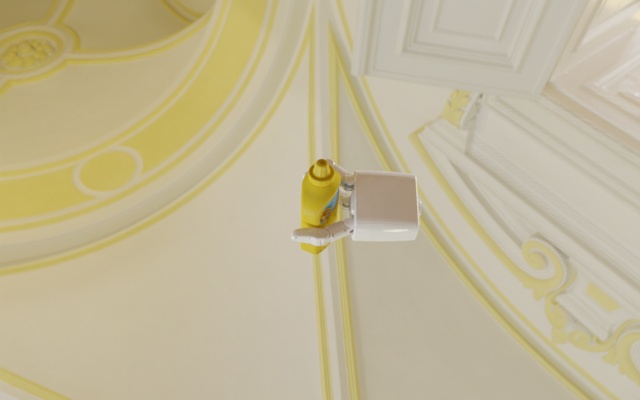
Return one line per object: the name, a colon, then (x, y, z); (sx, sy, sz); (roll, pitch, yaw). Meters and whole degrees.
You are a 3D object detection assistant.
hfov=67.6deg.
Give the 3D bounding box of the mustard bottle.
mustard bottle: (0.000, 0.003, 0.791); (0.058, 0.096, 0.192); (22, -36, 14)
